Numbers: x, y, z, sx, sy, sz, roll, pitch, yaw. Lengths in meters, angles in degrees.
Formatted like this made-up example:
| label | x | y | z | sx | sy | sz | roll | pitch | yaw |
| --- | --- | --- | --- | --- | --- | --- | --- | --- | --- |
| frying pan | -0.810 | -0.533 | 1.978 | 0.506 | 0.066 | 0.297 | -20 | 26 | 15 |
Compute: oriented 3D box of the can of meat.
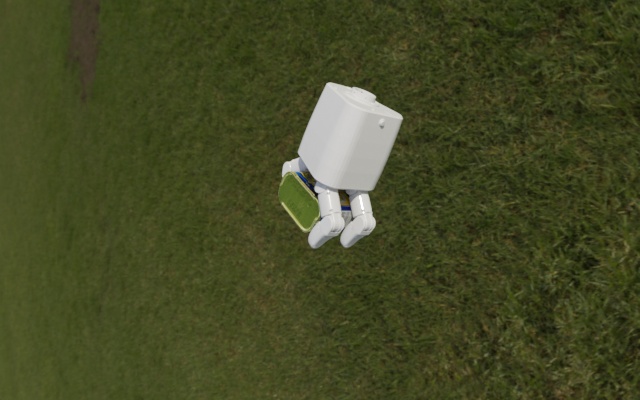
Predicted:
| label | x | y | z | sx | sy | sz | roll | pitch | yaw |
| --- | --- | --- | --- | --- | --- | --- | --- | --- | --- |
| can of meat | 0.000 | 0.002 | 0.667 | 0.084 | 0.057 | 0.102 | 3 | 33 | -41 |
